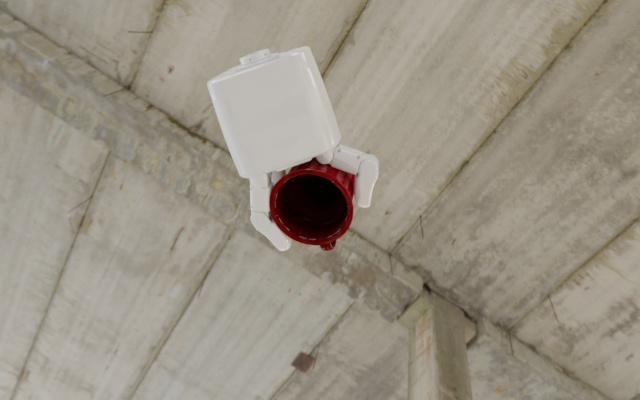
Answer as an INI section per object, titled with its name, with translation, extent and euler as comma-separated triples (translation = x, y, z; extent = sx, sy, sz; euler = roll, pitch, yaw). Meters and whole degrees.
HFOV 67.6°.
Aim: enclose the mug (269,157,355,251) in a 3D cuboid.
[mug]
translation = 0.001, 0.003, 0.555
extent = 0.093, 0.117, 0.081
euler = -11, 24, 17
